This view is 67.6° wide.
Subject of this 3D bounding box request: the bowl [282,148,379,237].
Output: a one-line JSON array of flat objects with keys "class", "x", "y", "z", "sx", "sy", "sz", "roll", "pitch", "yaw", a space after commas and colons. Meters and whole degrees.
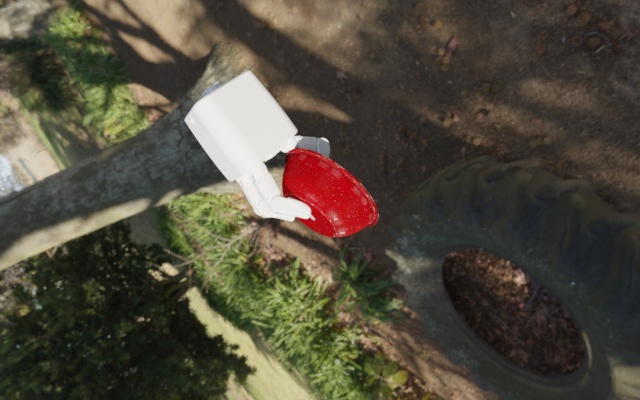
[{"class": "bowl", "x": 0.001, "y": 0.003, "z": 0.673, "sx": 0.162, "sy": 0.055, "sz": 0.162, "roll": 32, "pitch": -21, "yaw": 14}]
